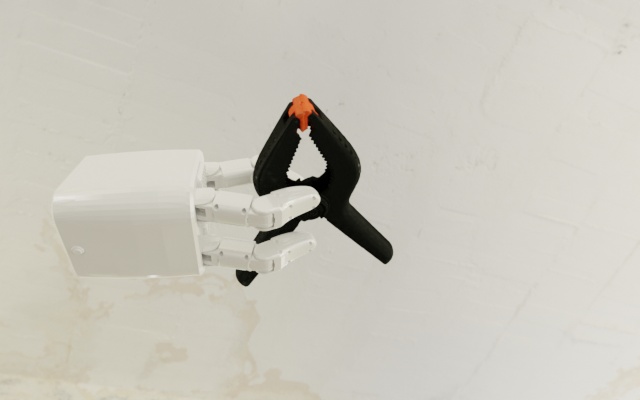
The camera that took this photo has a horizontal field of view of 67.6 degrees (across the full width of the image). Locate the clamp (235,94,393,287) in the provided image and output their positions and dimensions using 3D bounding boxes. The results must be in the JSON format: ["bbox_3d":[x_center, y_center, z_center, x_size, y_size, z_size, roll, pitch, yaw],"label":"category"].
[{"bbox_3d":[0.000,0.001,0.442,0.164,0.210,0.036,-4,42,-10],"label":"clamp"}]
